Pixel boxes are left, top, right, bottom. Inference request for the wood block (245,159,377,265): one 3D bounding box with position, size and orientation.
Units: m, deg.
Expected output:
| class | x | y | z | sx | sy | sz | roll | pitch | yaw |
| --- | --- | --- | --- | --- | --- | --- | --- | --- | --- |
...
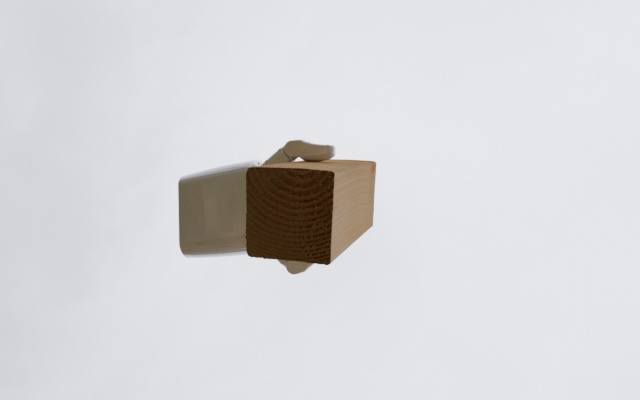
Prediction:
| class | x | y | z | sx | sy | sz | roll | pitch | yaw |
| --- | --- | --- | --- | --- | --- | --- | --- | --- | --- |
| wood block | 0.000 | 0.001 | 0.547 | 0.090 | 0.091 | 0.206 | 4 | 8 | 17 |
